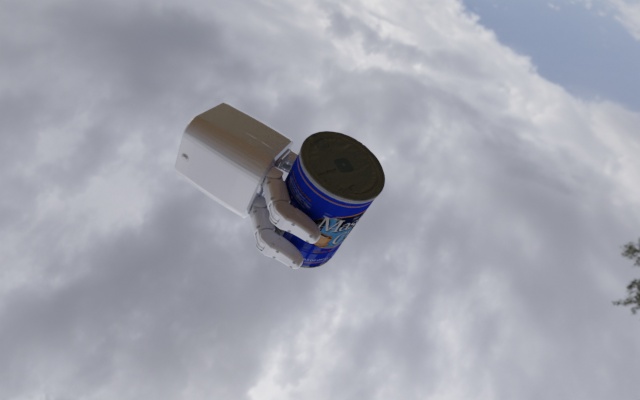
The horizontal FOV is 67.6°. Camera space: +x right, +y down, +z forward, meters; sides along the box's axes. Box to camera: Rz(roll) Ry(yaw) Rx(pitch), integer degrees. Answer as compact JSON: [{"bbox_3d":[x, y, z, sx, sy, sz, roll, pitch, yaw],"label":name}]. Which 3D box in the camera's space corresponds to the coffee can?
[{"bbox_3d":[0.000,0.002,0.576,0.103,0.102,0.140,0,-38,-28],"label":"coffee can"}]
